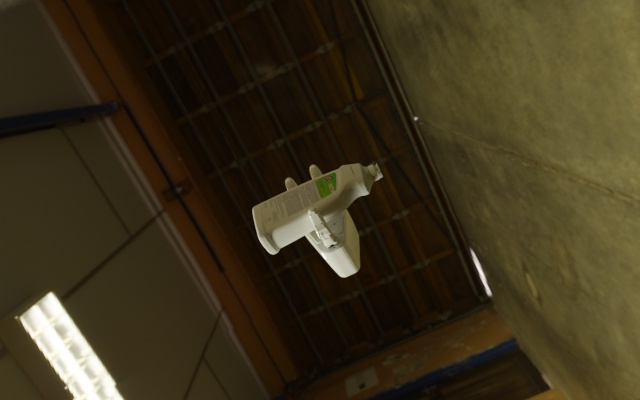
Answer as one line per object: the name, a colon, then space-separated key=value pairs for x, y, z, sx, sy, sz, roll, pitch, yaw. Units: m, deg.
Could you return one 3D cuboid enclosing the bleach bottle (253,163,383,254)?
bleach bottle: x=0.000 y=0.003 z=0.894 sx=0.251 sy=0.102 sz=0.068 roll=-26 pitch=-43 yaw=6
